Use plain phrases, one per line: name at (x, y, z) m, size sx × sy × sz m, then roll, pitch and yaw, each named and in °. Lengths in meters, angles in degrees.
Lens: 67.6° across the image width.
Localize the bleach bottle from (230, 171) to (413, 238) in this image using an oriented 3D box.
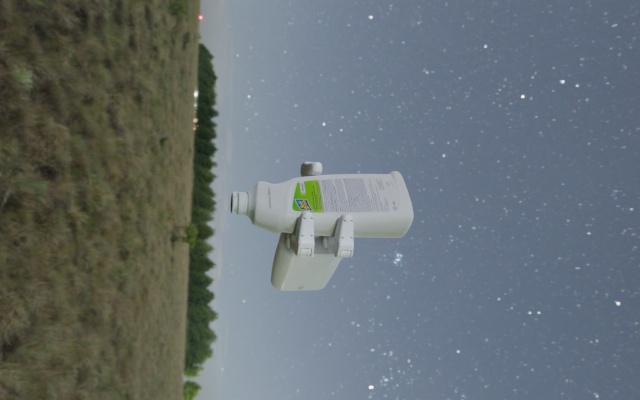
bleach bottle at (0.000, 0.002, 0.679) m, size 0.251 × 0.102 × 0.068 m, roll 3°, pitch -41°, yaw -16°
